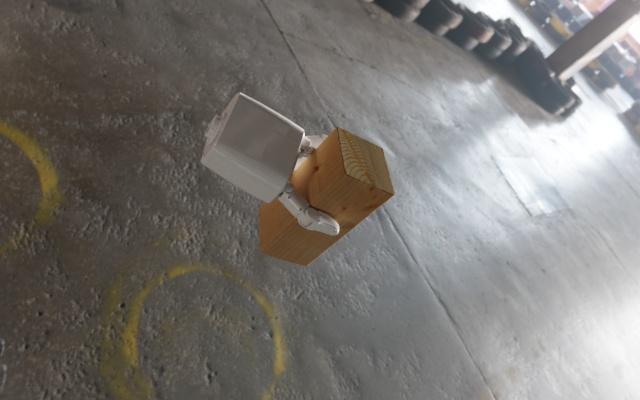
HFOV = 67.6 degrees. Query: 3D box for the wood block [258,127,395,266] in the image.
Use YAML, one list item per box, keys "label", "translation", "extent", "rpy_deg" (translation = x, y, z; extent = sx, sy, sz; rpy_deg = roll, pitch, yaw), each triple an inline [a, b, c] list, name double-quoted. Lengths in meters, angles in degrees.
- label: "wood block"
  translation: [0.000, 0.002, 0.704]
  extent: [0.090, 0.090, 0.206]
  rpy_deg: [21, -46, -31]
